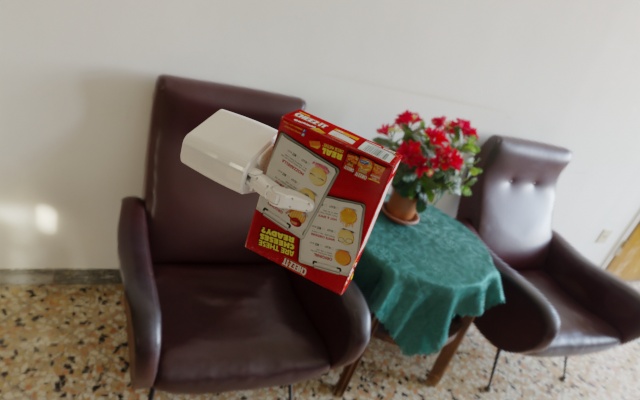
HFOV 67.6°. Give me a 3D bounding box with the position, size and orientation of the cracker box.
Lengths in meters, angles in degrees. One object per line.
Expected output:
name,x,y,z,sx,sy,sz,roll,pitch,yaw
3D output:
cracker box,0.000,0.002,0.677,0.164,0.214,0.072,25,28,12
